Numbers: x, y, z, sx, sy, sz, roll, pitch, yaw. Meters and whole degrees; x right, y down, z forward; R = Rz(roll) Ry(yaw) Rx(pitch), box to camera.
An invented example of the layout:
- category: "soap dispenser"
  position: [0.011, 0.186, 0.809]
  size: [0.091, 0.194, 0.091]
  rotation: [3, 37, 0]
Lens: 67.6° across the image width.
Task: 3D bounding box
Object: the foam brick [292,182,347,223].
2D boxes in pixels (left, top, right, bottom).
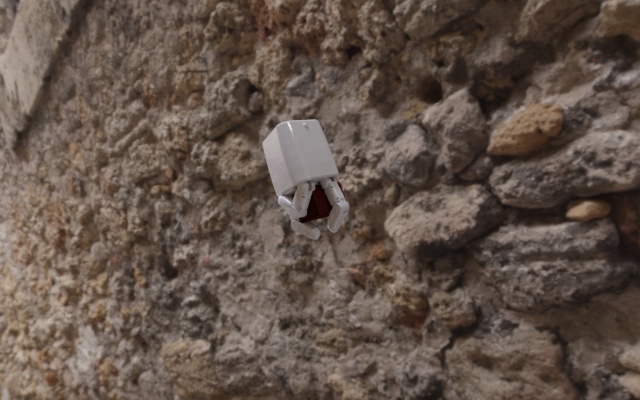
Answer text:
- category: "foam brick"
  position: [0.000, 0.003, 0.844]
  size: [0.078, 0.051, 0.053]
  rotation: [-12, -10, -44]
